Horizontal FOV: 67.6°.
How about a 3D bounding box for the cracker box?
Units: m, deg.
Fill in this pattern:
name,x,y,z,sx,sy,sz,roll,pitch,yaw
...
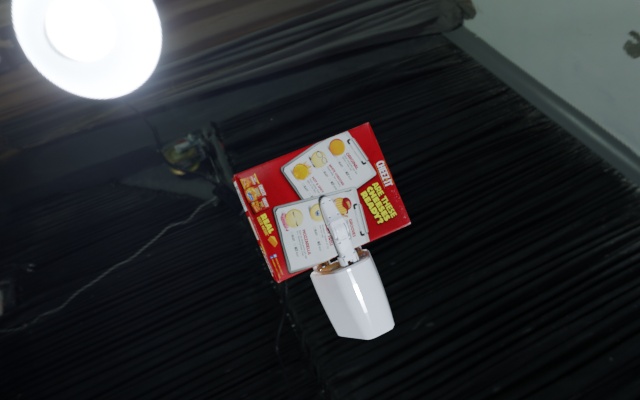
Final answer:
name,x,y,z,sx,sy,sz,roll,pitch,yaw
cracker box,0.000,0.002,0.706,0.213,0.164,0.072,-23,1,-12
